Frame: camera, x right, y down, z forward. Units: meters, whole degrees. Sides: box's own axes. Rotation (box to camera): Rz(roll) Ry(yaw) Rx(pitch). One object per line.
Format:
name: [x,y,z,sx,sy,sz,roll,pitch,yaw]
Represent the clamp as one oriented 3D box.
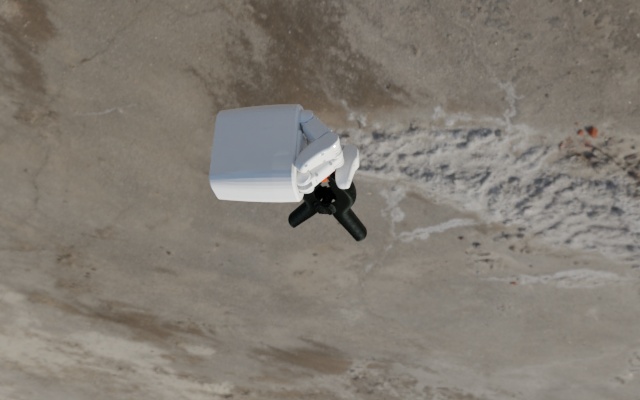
clamp: [0.000,0.003,0.669,0.120,0.039,0.172,2,-36,12]
